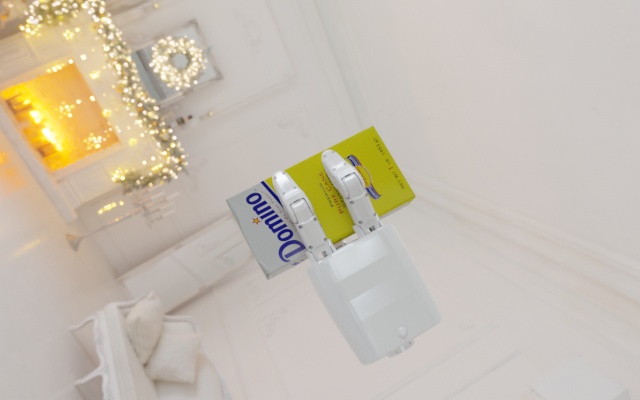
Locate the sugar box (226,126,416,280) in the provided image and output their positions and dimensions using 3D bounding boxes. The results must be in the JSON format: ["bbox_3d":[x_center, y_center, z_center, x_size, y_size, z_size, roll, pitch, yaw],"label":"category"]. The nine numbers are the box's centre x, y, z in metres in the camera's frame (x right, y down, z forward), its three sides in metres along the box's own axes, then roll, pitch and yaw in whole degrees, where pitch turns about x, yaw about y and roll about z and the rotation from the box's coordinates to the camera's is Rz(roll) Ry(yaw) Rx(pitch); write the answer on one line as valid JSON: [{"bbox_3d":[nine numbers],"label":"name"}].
[{"bbox_3d":[0.000,0.002,0.507,0.176,0.093,0.048,-28,-11,-11],"label":"sugar box"}]
